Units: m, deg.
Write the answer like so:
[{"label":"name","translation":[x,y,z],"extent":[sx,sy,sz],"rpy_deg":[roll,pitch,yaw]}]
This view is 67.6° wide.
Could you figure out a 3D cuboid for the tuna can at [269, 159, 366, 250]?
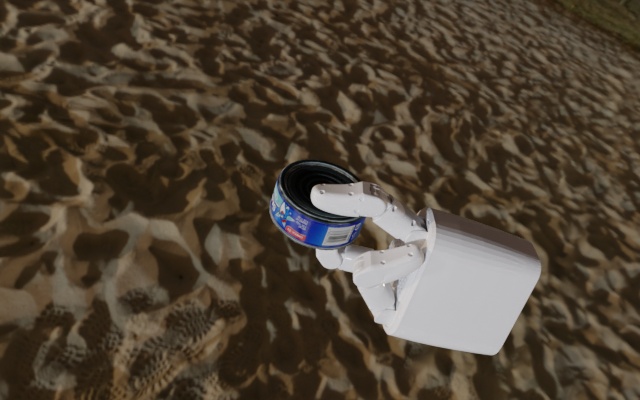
[{"label":"tuna can","translation":[0.000,0.001,0.422],"extent":[0.086,0.034,0.086],"rpy_deg":[12,39,-10]}]
